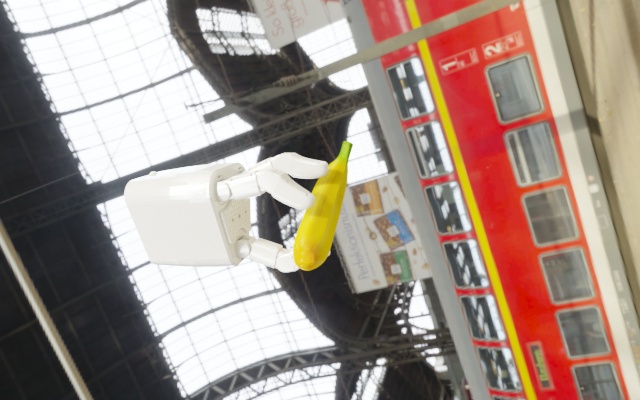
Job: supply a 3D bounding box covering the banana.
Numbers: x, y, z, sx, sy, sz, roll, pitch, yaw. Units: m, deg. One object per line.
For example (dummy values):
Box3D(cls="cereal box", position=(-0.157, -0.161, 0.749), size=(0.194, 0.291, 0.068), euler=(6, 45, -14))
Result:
Box3D(cls="banana", position=(0.000, 0.014, 0.496), size=(0.037, 0.070, 0.197), euler=(9, 39, 7))
